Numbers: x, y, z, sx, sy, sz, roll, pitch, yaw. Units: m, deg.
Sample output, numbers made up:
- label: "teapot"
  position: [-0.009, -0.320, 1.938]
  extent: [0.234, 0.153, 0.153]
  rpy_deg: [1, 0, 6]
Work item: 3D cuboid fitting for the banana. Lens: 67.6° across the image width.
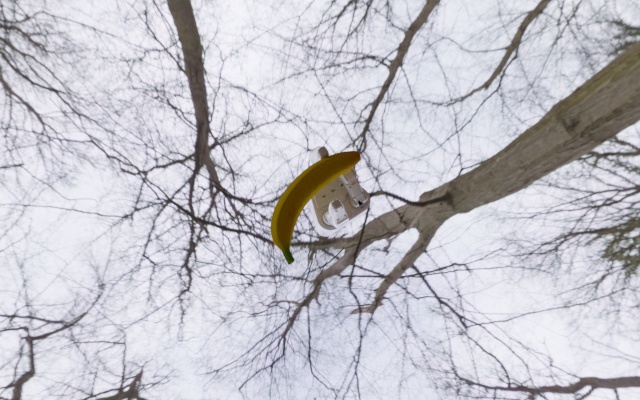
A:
- label: "banana"
  position: [-0.017, -0.005, 0.700]
  extent: [0.069, 0.197, 0.037]
  rpy_deg: [32, -13, 3]
